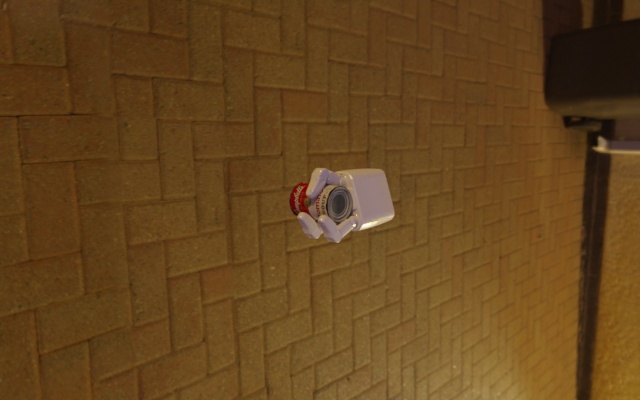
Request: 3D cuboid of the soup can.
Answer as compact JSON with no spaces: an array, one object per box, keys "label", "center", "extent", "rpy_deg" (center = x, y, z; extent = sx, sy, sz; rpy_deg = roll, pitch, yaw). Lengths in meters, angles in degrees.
[{"label":"soup can","center":[0.000,0.003,0.883],"extent":[0.068,0.068,0.102],"rpy_deg":[0,5,-45]}]
